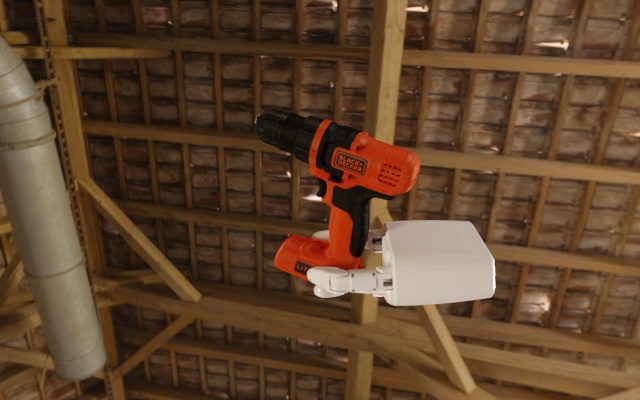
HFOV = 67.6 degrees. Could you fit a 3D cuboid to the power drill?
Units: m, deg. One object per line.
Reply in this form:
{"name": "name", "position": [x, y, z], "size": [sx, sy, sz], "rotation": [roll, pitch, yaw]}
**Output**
{"name": "power drill", "position": [0.000, 0.002, 0.541], "size": [0.184, 0.188, 0.057], "rotation": [21, 31, 13]}
